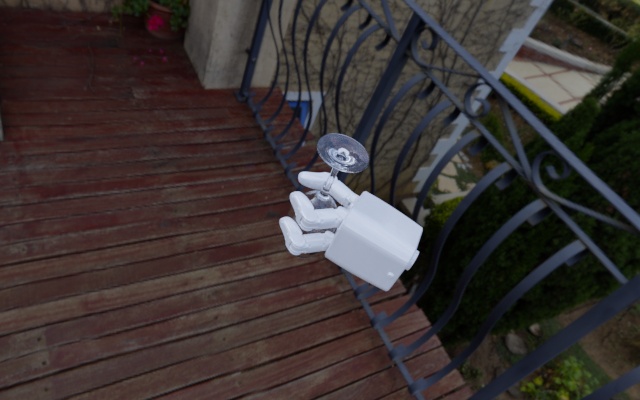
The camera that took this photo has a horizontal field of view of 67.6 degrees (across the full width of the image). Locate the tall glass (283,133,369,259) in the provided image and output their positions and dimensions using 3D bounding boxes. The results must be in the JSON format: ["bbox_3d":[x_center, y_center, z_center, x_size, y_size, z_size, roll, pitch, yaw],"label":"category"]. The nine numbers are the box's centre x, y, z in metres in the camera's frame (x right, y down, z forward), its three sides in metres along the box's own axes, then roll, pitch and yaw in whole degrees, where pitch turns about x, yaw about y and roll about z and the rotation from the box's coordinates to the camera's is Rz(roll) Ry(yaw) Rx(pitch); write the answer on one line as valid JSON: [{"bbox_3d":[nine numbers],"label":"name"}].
[{"bbox_3d":[0.000,0.002,0.699,0.079,0.079,0.201,0,-41,-25],"label":"tall glass"}]
